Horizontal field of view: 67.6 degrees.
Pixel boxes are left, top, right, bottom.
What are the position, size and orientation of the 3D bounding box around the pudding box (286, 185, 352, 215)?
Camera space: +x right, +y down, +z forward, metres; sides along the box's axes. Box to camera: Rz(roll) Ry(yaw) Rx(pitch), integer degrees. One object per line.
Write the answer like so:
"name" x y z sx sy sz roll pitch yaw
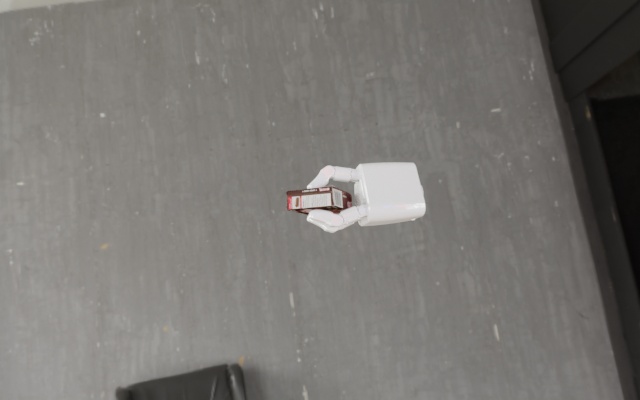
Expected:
"pudding box" 0.000 0.003 0.866 0.090 0.039 0.113 -6 -11 20
